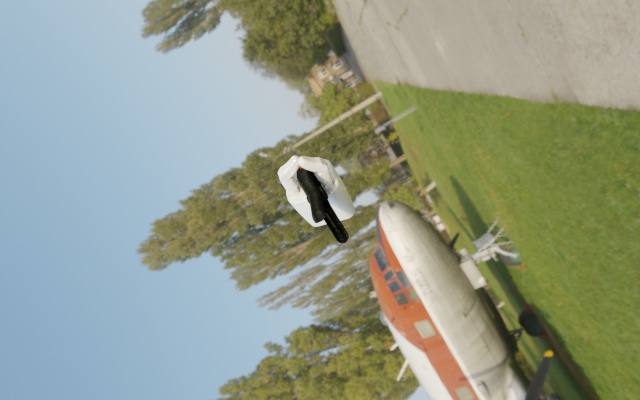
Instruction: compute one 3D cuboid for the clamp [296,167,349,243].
[{"bbox_3d":[0.000,0.003,0.895,0.039,0.171,0.120,-27,-42,7],"label":"clamp"}]
